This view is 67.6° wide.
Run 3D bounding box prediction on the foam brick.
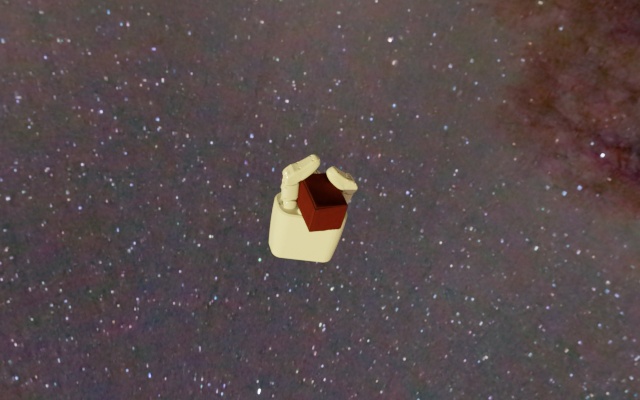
[{"bbox_3d":[0.000,0.002,0.720,0.053,0.051,0.078,-4,44,-21],"label":"foam brick"}]
